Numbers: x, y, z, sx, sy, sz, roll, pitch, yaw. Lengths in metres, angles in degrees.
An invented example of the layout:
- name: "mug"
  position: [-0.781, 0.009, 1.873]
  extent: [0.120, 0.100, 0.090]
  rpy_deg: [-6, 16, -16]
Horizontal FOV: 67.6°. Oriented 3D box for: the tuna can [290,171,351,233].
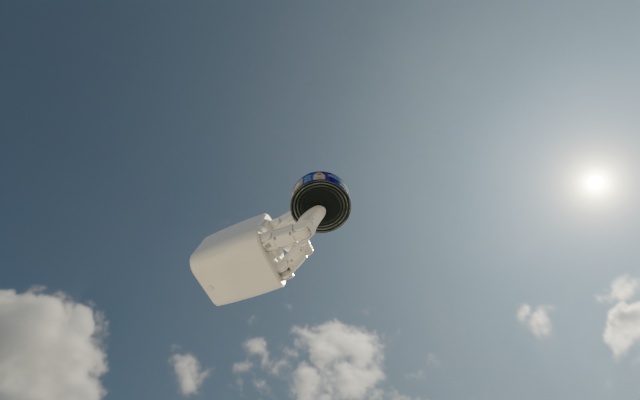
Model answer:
- name: "tuna can"
  position: [0.000, 0.002, 0.684]
  extent: [0.086, 0.086, 0.033]
  rpy_deg: [0, 29, 0]
